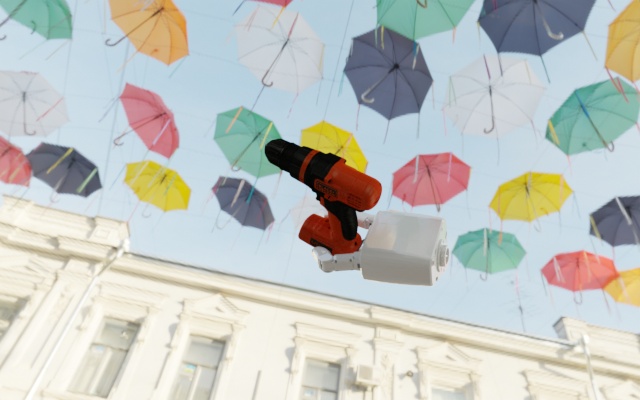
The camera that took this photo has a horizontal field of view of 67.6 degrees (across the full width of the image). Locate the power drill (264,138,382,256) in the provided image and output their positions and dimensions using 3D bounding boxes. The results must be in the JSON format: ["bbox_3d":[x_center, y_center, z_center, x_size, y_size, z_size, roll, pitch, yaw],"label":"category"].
[{"bbox_3d":[0.000,0.003,0.719,0.184,0.057,0.188,28,-32,21],"label":"power drill"}]
